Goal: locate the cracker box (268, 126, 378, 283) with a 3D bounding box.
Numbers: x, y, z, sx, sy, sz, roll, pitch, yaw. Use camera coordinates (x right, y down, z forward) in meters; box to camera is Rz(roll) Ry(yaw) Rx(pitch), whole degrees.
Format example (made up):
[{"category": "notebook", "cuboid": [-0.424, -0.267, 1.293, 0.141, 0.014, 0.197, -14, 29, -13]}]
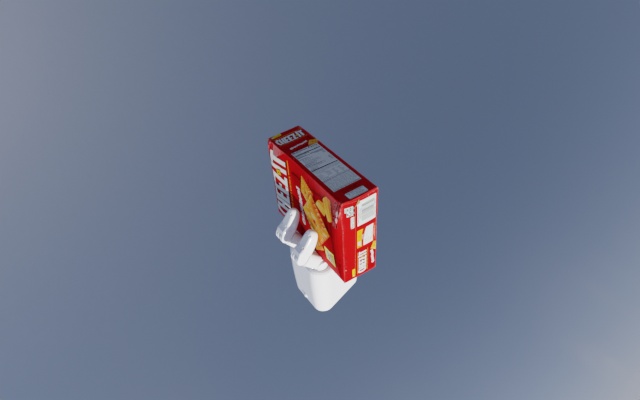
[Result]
[{"category": "cracker box", "cuboid": [0.000, 0.003, 0.767, 0.072, 0.164, 0.213, -25, 44, -23]}]
